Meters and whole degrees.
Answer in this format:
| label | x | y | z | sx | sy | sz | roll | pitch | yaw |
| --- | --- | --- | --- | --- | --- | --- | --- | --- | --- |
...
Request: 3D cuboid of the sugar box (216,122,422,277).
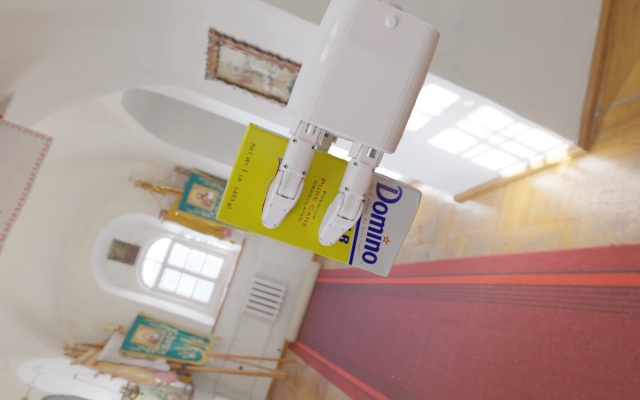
| label | x | y | z | sx | sy | sz | roll | pitch | yaw |
| --- | --- | --- | --- | --- | --- | --- | --- | --- | --- |
| sugar box | 0.000 | 0.001 | 0.454 | 0.176 | 0.093 | 0.048 | 20 | 10 | -11 |
